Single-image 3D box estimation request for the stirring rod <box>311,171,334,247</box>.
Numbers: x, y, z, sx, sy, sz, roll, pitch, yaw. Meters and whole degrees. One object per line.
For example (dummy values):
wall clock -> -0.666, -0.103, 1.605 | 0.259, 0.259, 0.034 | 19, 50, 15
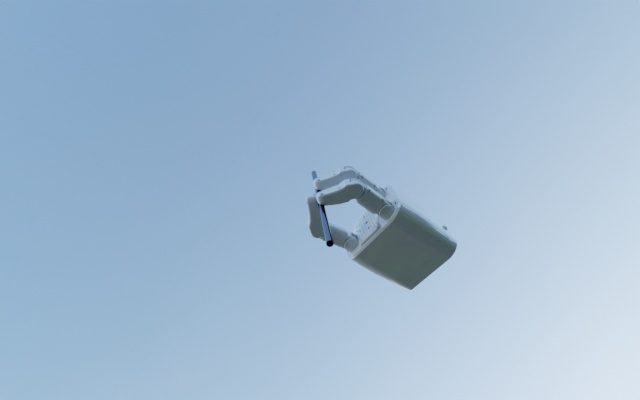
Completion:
stirring rod -> 0.000, 0.002, 0.614 | 0.011, 0.011, 0.239 | 0, 21, -5
